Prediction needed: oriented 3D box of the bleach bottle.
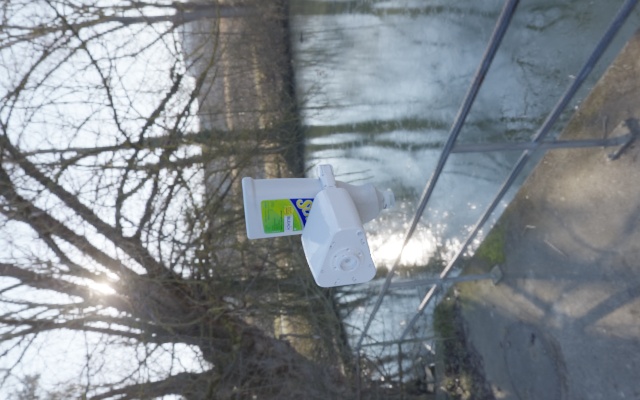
[{"bbox_3d":[0.000,0.003,0.796,0.251,0.103,0.068,-6,32,-9],"label":"bleach bottle"}]
